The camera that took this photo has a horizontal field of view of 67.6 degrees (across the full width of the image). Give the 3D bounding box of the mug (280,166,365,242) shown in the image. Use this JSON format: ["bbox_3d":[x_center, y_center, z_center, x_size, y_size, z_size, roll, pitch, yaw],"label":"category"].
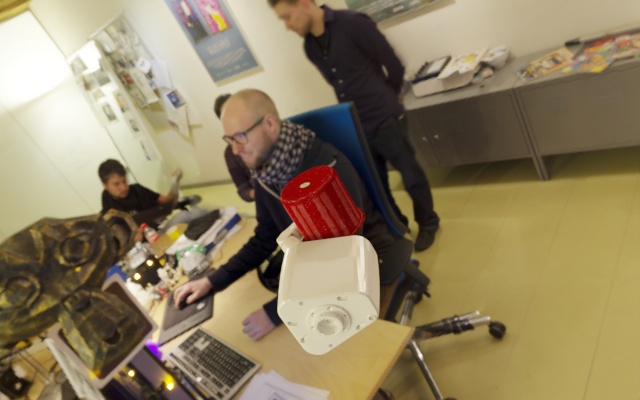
[{"bbox_3d":[0.000,0.001,0.645,0.093,0.081,0.117,-24,26,14],"label":"mug"}]
